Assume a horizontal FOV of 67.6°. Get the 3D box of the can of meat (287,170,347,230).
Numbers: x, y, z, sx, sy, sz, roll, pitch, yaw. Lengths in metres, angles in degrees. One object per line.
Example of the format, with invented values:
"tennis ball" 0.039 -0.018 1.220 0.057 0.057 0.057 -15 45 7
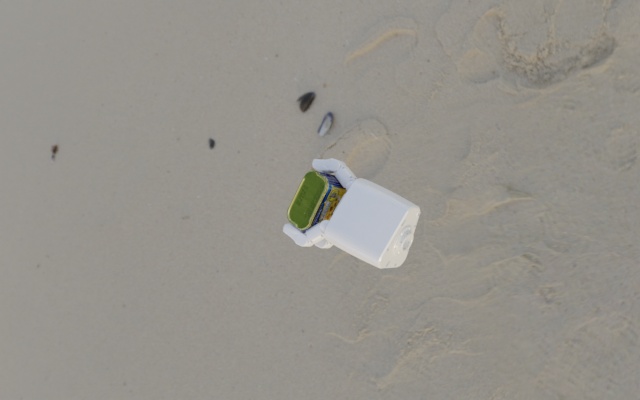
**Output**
"can of meat" 0.000 0.002 0.799 0.057 0.102 0.084 33 13 32
